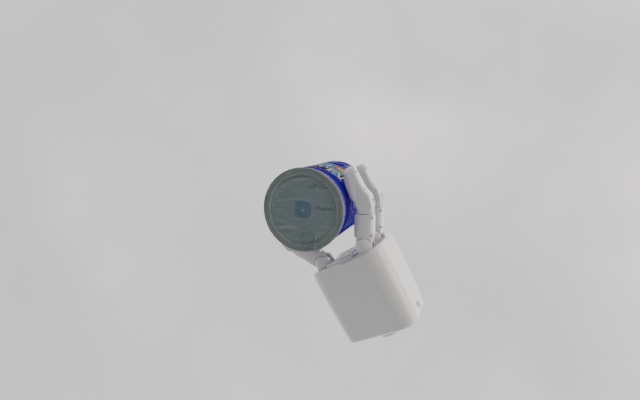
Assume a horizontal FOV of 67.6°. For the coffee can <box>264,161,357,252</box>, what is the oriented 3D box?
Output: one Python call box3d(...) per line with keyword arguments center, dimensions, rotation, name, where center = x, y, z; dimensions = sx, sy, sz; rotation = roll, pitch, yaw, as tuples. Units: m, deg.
box3d(center=(0.000, 0.002, 0.636), dimensions=(0.103, 0.103, 0.140), rotation=(0, 8, 19), name="coffee can")
